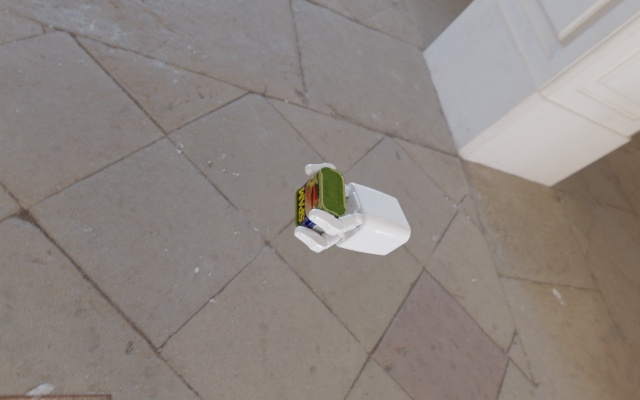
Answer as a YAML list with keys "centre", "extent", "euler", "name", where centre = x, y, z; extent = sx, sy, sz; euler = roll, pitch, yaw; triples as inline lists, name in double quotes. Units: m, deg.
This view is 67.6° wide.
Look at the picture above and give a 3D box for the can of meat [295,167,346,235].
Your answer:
- centre: [0.000, 0.002, 0.834]
  extent: [0.057, 0.102, 0.084]
  euler: [18, -38, -27]
  name: "can of meat"
